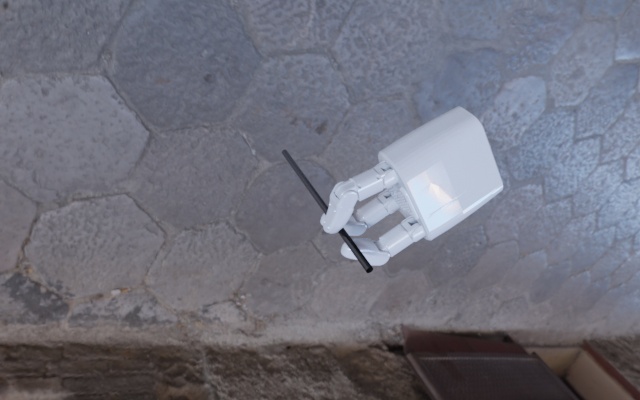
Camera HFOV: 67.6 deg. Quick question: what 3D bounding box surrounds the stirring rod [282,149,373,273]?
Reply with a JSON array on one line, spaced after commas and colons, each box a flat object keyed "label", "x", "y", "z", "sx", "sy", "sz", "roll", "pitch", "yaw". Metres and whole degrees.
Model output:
[{"label": "stirring rod", "x": 0.000, "y": 0.002, "z": 0.563, "sx": 0.011, "sy": 0.011, "sz": 0.239, "roll": 0, "pitch": 34, "yaw": -30}]
